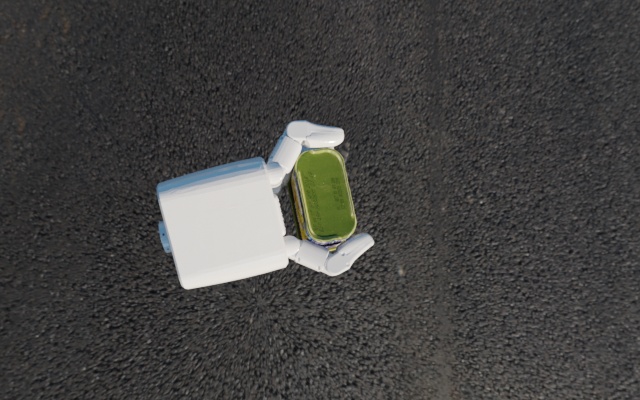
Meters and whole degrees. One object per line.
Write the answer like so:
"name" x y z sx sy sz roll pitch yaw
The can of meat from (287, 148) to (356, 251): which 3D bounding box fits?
"can of meat" 0.000 0.002 0.517 0.057 0.102 0.084 -10 -11 -9
